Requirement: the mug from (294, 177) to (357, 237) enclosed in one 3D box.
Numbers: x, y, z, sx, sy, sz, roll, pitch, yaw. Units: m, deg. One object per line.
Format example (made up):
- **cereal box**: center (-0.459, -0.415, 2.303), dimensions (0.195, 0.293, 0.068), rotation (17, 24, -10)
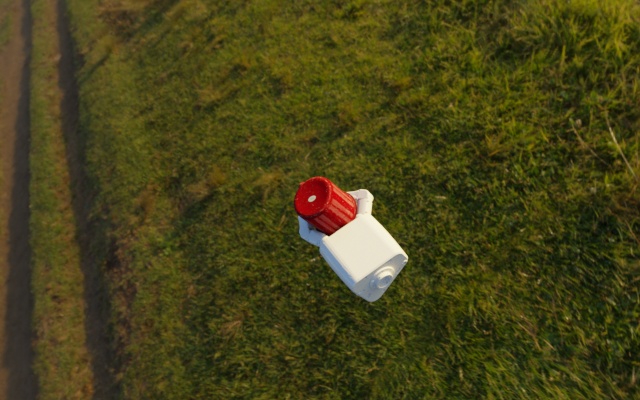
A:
- **mug**: center (-0.001, 0.002, 0.863), dimensions (0.081, 0.093, 0.117), rotation (37, 8, -48)
